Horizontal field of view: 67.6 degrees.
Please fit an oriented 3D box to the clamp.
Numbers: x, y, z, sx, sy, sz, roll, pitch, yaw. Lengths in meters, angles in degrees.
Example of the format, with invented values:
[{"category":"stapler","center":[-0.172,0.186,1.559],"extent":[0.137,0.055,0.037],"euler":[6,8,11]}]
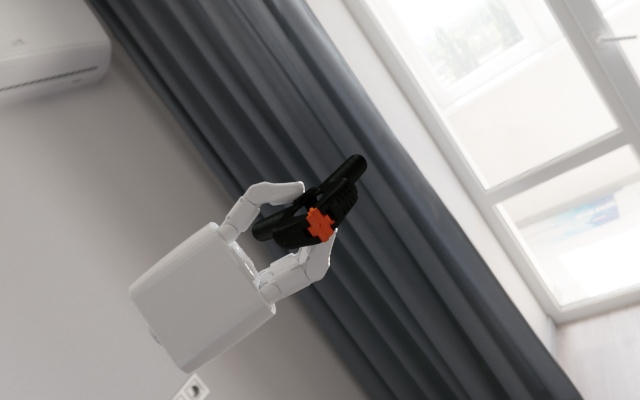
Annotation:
[{"category":"clamp","center":[0.000,0.001,0.500],"extent":[0.164,0.036,0.210],"euler":[-37,8,-6]}]
